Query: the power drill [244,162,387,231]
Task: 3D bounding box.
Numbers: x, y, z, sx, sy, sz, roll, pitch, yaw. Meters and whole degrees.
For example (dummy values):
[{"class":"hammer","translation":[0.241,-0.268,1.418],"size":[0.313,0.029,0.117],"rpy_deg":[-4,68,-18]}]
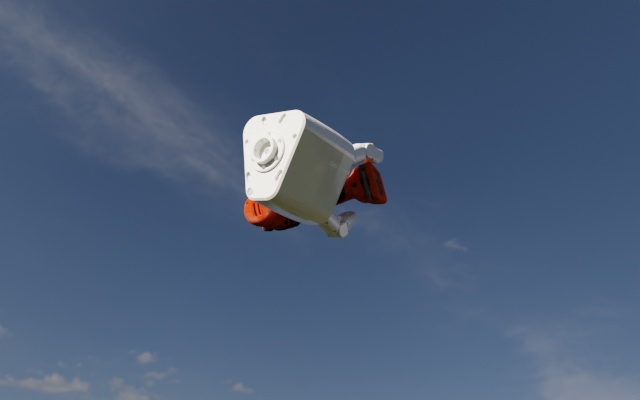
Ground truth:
[{"class":"power drill","translation":[0.000,0.002,0.705],"size":[0.187,0.057,0.184],"rpy_deg":[-17,-7,12]}]
